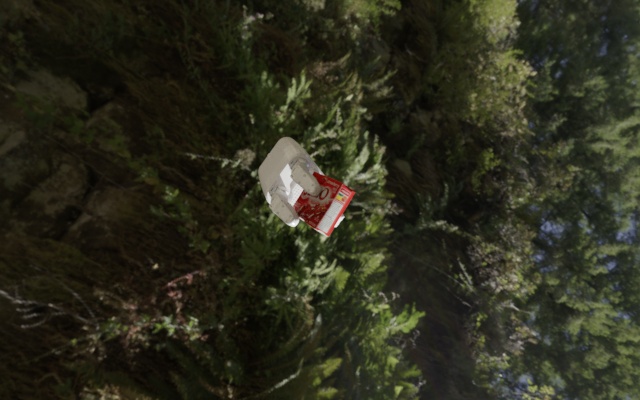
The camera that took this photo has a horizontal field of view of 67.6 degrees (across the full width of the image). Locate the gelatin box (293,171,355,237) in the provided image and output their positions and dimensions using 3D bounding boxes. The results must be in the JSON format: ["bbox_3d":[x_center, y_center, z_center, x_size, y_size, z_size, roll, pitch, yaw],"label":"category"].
[{"bbox_3d":[0.001,0.003,0.683,0.030,0.073,0.089,32,-2,-31],"label":"gelatin box"}]
